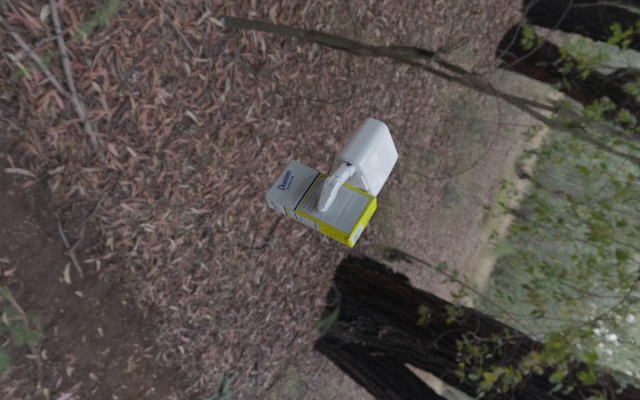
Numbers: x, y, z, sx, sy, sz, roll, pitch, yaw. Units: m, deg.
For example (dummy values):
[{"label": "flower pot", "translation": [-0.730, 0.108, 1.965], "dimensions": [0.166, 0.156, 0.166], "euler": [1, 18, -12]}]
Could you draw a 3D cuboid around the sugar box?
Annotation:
[{"label": "sugar box", "translation": [0.000, 0.003, 0.848], "dimensions": [0.176, 0.093, 0.048], "euler": [25, -24, 22]}]
